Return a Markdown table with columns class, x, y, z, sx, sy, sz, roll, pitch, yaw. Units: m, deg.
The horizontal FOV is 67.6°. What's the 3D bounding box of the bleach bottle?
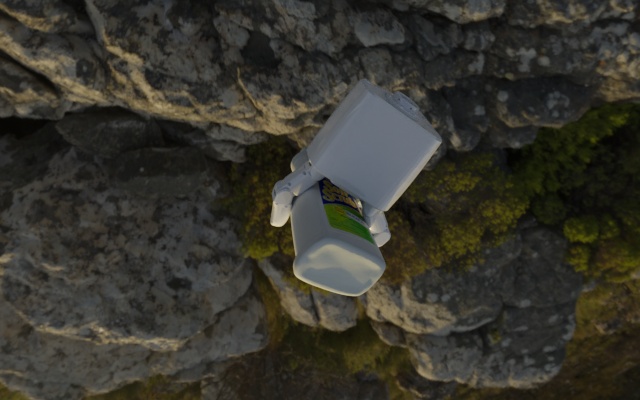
| class | x | y | z | sx | sy | sz | roll | pitch | yaw |
| --- | --- | --- | --- | --- | --- | --- | --- | --- | --- |
| bleach bottle | 0.000 | 0.002 | 0.602 | 0.102 | 0.068 | 0.250 | 25 | 27 | -28 |
